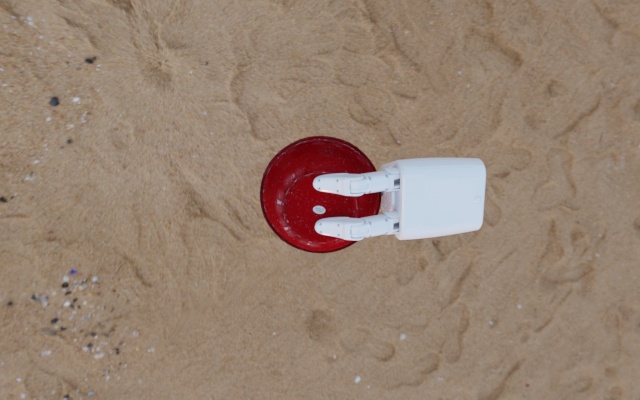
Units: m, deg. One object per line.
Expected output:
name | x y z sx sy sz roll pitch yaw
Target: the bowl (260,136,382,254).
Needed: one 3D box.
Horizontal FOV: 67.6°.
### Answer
bowl | -0.001 0.002 0.606 0.162 0.162 0.055 0 17 1
